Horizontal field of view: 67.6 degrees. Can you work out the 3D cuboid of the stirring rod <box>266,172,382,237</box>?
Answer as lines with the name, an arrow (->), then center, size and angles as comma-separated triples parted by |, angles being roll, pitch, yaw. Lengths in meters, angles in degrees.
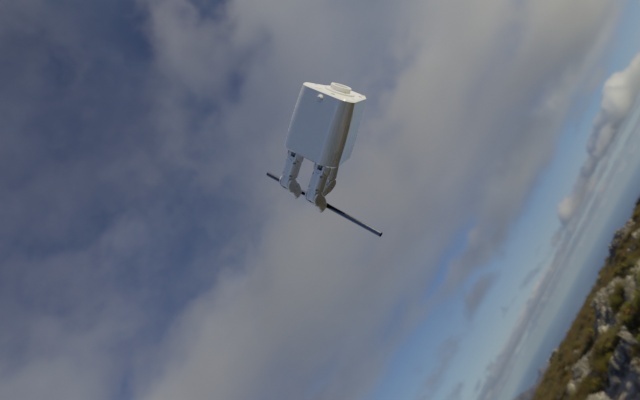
stirring rod -> 0.000, 0.003, 0.798 | 0.239, 0.011, 0.011 | 28, 14, 27
